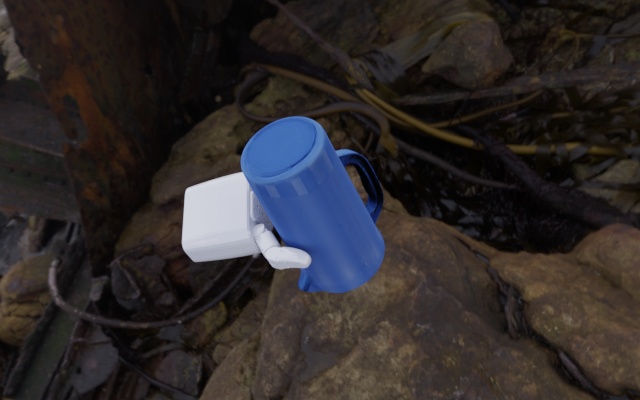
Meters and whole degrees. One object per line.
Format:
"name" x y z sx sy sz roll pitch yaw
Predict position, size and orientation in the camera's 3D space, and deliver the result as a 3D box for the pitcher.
"pitcher" 0.000 0.002 0.640 0.145 0.149 0.243 -13 -42 15
